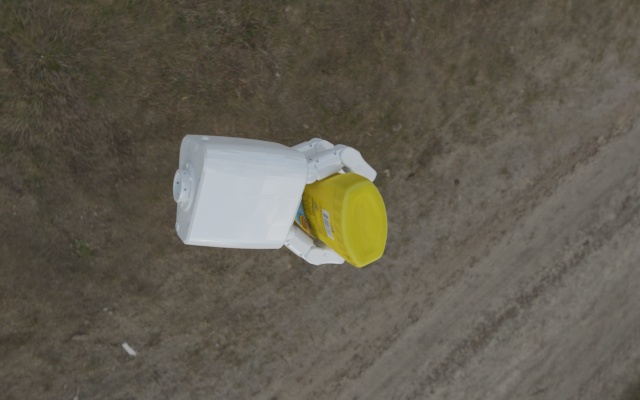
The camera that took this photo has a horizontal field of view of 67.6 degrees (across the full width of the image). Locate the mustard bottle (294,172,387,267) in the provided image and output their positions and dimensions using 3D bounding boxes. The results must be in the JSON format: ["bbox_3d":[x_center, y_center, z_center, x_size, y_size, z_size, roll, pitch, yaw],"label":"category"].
[{"bbox_3d":[0.001,0.002,0.565,0.058,0.096,0.191,-23,25,-23],"label":"mustard bottle"}]
